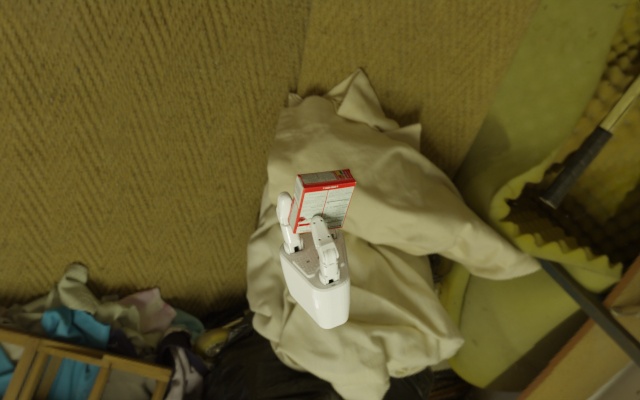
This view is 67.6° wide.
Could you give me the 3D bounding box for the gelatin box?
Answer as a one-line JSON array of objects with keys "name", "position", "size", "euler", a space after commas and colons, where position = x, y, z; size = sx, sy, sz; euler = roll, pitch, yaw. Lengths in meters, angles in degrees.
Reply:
[{"name": "gelatin box", "position": [0.000, 0.002, 0.627], "size": [0.073, 0.030, 0.089], "euler": [-8, -42, -22]}]
